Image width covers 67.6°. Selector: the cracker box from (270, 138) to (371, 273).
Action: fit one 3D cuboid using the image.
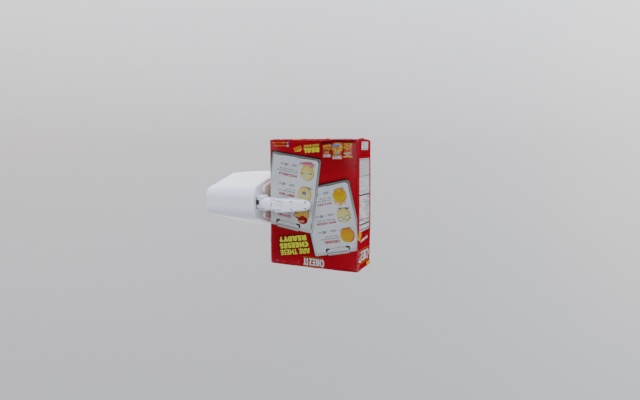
[{"bbox_3d":[0.000,0.002,0.808,0.164,0.214,0.072,3,8,26],"label":"cracker box"}]
